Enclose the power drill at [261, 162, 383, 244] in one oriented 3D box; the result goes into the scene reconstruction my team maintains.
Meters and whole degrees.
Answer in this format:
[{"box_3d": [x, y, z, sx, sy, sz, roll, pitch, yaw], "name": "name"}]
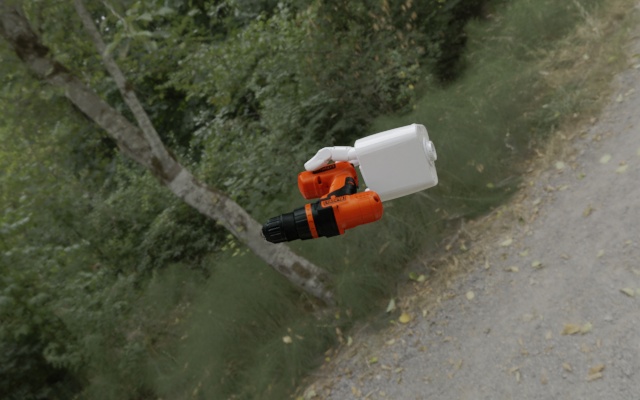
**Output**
[{"box_3d": [0.000, 0.002, 0.775, 0.184, 0.057, 0.187, -13, 24, 4], "name": "power drill"}]
